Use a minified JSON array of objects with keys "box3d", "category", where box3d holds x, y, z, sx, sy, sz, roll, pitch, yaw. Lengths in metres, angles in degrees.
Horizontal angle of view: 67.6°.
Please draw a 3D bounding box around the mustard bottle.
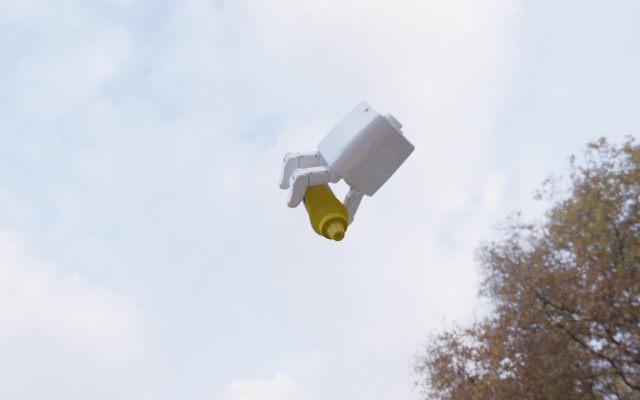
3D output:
[{"box3d":[0.000,0.002,0.741,0.058,0.096,0.191,-26,35,-3],"category":"mustard bottle"}]
